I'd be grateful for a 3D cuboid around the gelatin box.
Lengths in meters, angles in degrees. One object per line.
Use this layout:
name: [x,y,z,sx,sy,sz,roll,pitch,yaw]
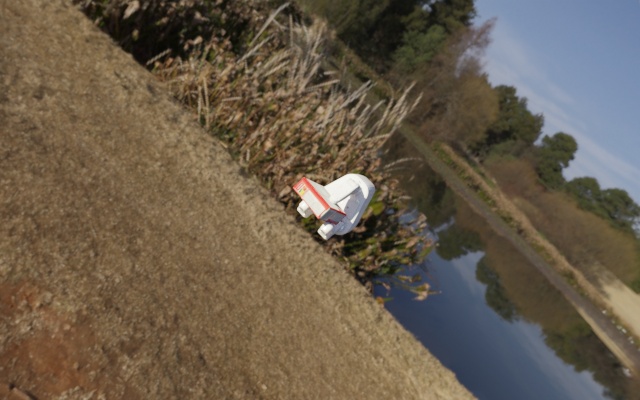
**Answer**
gelatin box: [0.000,0.002,0.821,0.030,0.073,0.089,-44,-22,10]
